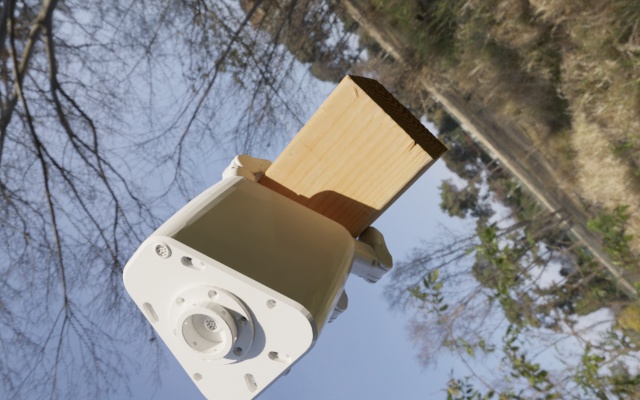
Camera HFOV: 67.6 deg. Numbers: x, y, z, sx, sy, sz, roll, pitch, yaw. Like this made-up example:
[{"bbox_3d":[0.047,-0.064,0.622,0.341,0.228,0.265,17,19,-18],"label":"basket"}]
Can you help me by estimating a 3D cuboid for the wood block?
[{"bbox_3d":[0.000,0.001,0.416,0.206,0.091,0.090,-47,-7,23],"label":"wood block"}]
